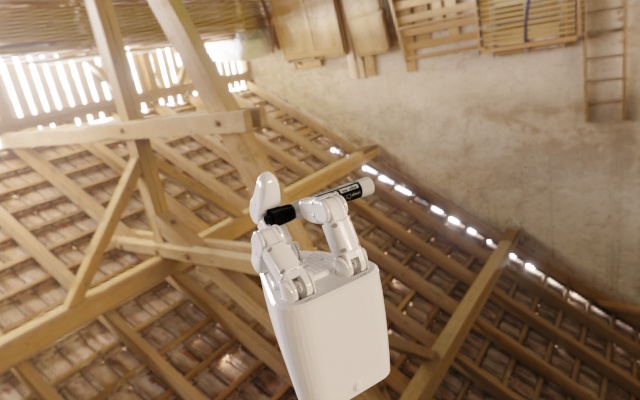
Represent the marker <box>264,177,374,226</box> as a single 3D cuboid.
[{"bbox_3d":[0.000,0.001,0.470,0.121,0.020,0.020,-19,9,-27],"label":"marker"}]
